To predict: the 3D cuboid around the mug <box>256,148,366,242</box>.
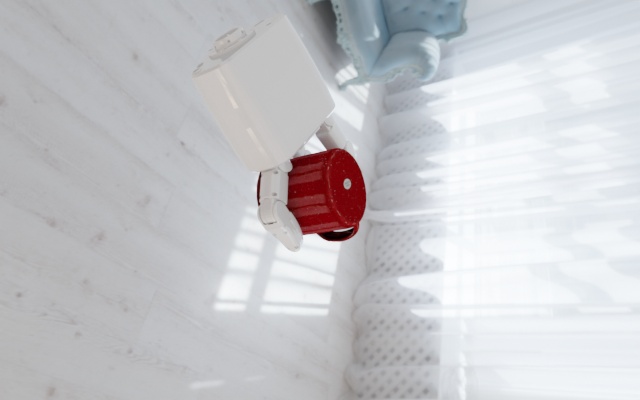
[{"bbox_3d":[0.001,0.003,0.500,0.081,0.117,0.093,-11,37,32],"label":"mug"}]
